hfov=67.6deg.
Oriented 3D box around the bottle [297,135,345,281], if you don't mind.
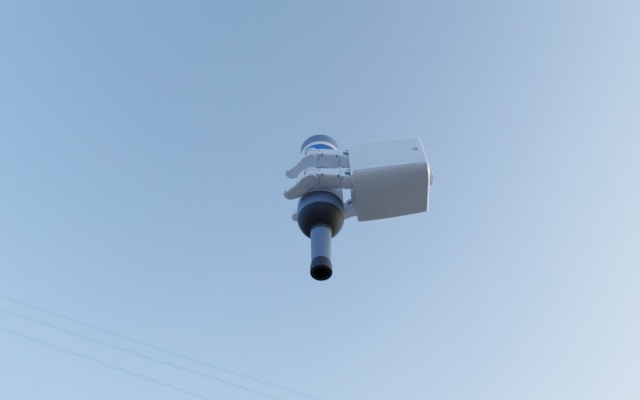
[{"bbox_3d":[0.000,0.002,0.693,0.069,0.069,0.295,0,36,0],"label":"bottle"}]
